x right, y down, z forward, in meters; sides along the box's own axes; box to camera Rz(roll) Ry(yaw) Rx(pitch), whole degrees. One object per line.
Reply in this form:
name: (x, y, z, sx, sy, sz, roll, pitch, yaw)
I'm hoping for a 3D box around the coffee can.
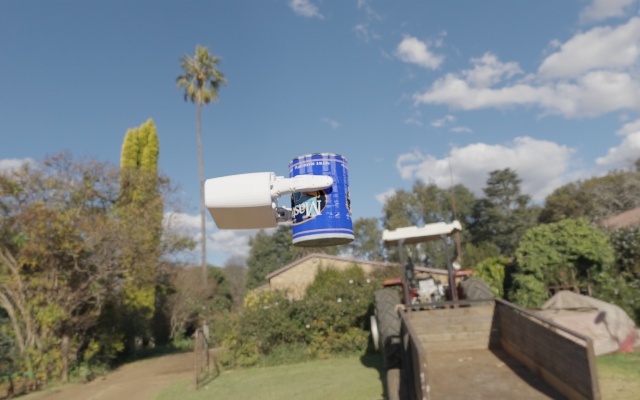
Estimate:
coffee can: (0.000, 0.003, 0.806, 0.103, 0.140, 0.103, -4, -13, -1)
